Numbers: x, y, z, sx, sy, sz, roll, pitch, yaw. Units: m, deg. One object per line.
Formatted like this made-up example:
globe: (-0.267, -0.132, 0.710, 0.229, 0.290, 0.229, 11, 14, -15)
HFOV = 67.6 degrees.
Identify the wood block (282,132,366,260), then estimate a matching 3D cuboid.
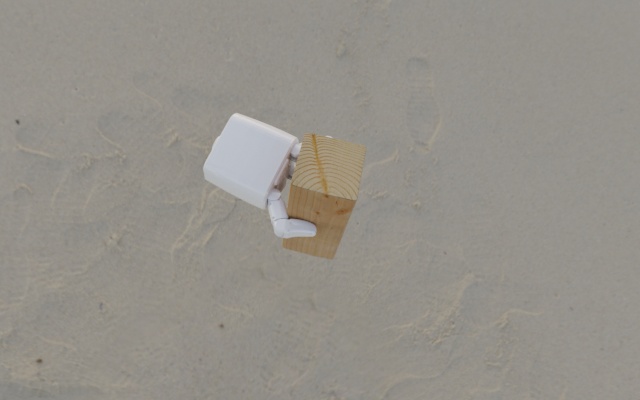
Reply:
wood block: (0.000, 0.002, 0.721, 0.090, 0.090, 0.206, 14, -29, 0)
